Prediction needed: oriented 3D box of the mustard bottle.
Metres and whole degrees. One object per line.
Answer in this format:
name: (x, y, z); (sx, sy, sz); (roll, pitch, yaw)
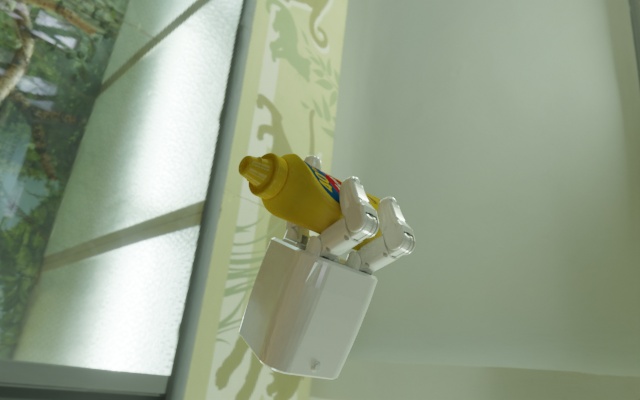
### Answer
mustard bottle: (0.000, 0.001, 0.470); (0.192, 0.058, 0.096); (25, 18, -40)
